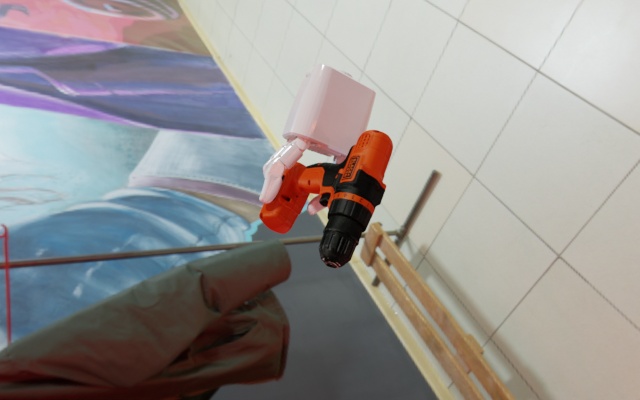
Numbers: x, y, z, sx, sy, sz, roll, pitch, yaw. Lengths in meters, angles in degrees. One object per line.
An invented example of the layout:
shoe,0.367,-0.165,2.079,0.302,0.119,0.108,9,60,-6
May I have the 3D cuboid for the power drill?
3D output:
power drill,0.000,0.002,0.625,0.187,0.184,0.057,-6,-38,48
